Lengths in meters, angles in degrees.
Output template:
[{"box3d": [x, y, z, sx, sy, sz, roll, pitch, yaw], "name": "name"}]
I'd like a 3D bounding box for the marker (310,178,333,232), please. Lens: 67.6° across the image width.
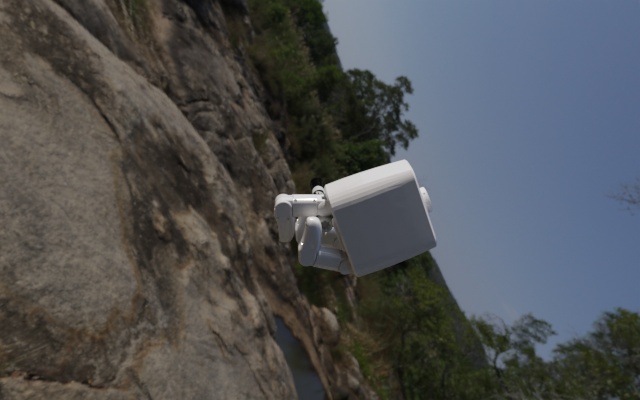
[{"box3d": [0.000, 0.002, 0.619, 0.020, 0.020, 0.121, 0, 28, -6], "name": "marker"}]
